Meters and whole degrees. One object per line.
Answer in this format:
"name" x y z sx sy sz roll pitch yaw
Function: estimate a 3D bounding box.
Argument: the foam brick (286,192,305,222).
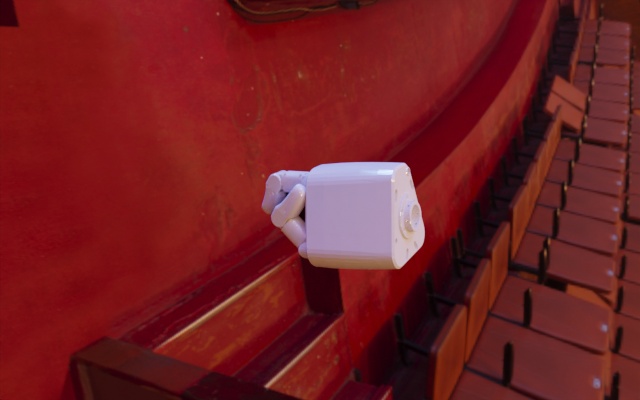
"foam brick" 0.000 0.002 0.611 0.051 0.053 0.078 -1 16 33
